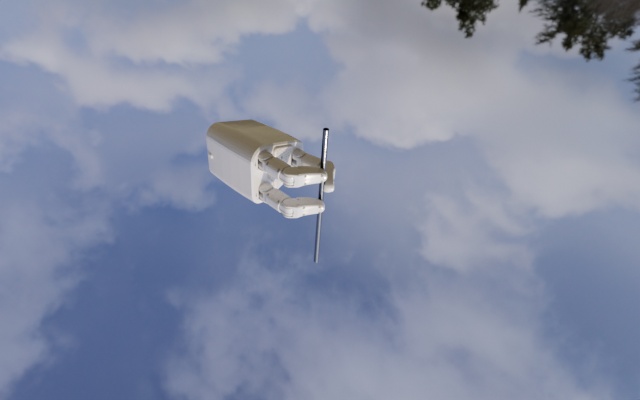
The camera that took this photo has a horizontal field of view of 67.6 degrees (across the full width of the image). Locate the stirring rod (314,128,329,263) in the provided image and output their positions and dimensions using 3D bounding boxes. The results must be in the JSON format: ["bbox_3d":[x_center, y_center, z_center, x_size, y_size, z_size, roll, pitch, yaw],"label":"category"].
[{"bbox_3d":[0.000,0.002,0.693,0.011,0.240,0.011,3,38,-2],"label":"stirring rod"}]
